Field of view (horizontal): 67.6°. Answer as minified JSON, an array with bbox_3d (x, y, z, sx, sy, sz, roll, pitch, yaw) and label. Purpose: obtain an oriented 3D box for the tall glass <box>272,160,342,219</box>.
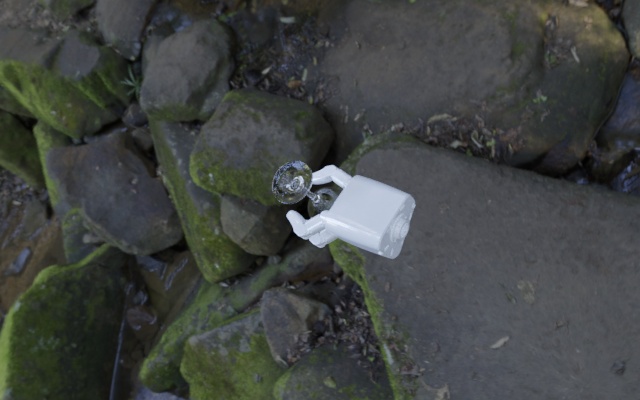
[{"bbox_3d":[0.000,0.002,0.839,0.079,0.079,0.201,0,-19,29],"label":"tall glass"}]
